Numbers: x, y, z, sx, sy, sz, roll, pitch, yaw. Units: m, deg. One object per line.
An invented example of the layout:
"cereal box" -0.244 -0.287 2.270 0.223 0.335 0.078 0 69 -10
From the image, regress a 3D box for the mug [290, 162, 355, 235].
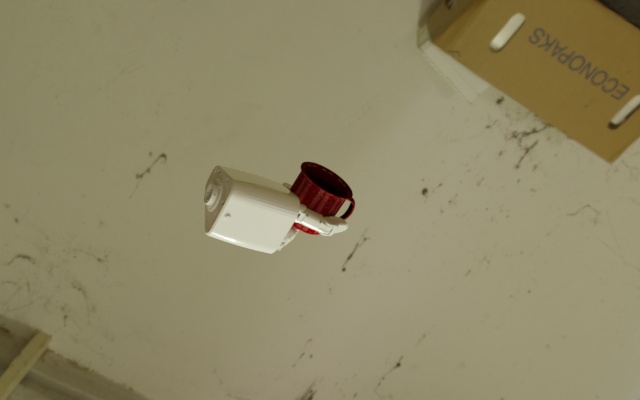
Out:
"mug" 0.001 0.003 0.753 0.117 0.081 0.093 19 26 -30
